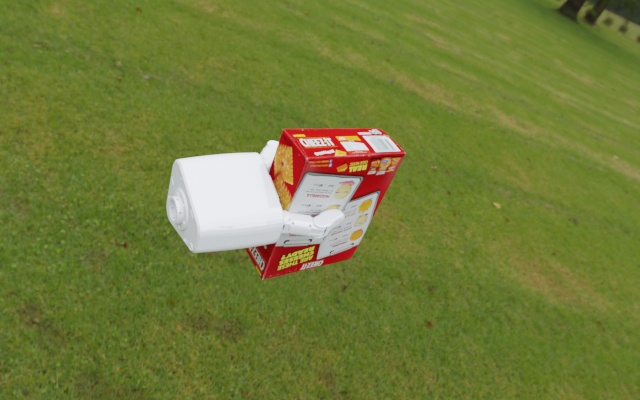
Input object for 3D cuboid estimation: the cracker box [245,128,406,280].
[{"bbox_3d":[0.000,0.002,0.667,0.164,0.214,0.072,-7,46,-35],"label":"cracker box"}]
